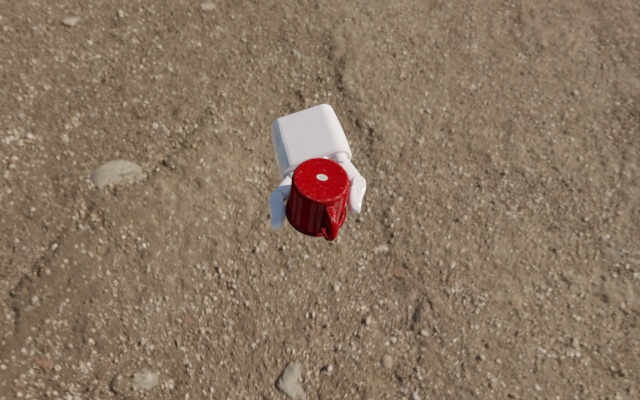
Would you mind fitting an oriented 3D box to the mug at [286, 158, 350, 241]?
[{"bbox_3d":[0.000,0.003,0.681,0.093,0.117,0.082,-9,-34,-13],"label":"mug"}]
